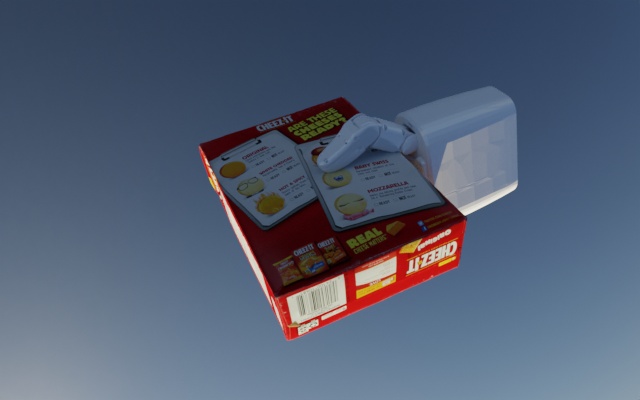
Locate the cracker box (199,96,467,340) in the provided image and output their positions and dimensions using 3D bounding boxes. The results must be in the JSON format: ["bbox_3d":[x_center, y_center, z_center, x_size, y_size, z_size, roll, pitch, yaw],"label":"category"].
[{"bbox_3d":[0.000,0.001,0.441,0.164,0.072,0.213,-21,44,-15],"label":"cracker box"}]
